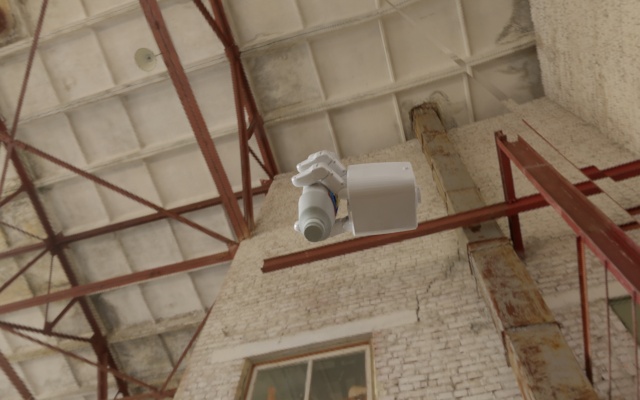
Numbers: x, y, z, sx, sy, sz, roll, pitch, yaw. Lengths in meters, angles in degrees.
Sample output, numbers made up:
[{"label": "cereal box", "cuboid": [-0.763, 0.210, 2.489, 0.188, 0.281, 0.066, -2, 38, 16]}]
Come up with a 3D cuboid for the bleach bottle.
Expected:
[{"label": "bleach bottle", "cuboid": [0.000, 0.003, 0.804, 0.068, 0.103, 0.250, -6, 25, 7]}]
